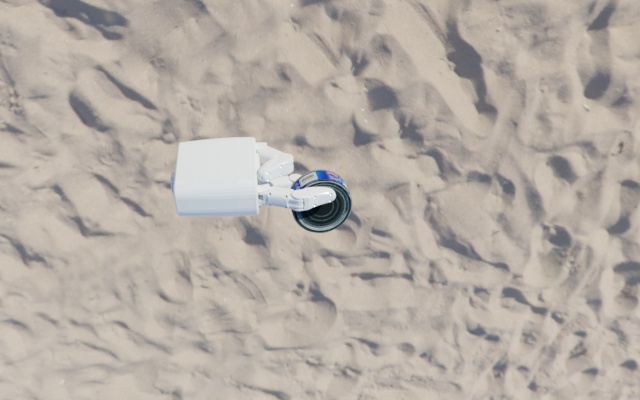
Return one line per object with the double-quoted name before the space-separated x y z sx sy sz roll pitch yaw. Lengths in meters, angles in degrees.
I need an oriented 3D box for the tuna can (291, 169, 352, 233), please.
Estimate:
"tuna can" 0.000 0.002 0.664 0.086 0.086 0.033 0 29 -12
